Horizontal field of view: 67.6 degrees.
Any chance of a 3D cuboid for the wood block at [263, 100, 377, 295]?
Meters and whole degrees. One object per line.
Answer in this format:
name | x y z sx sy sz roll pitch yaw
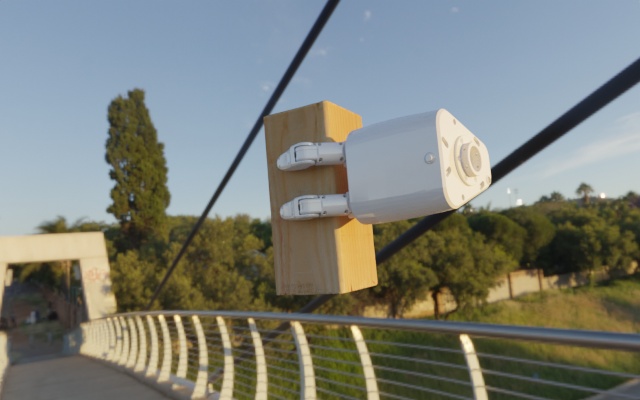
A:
wood block | 0.001 0.002 0.561 0.090 0.206 0.091 -8 -7 31
